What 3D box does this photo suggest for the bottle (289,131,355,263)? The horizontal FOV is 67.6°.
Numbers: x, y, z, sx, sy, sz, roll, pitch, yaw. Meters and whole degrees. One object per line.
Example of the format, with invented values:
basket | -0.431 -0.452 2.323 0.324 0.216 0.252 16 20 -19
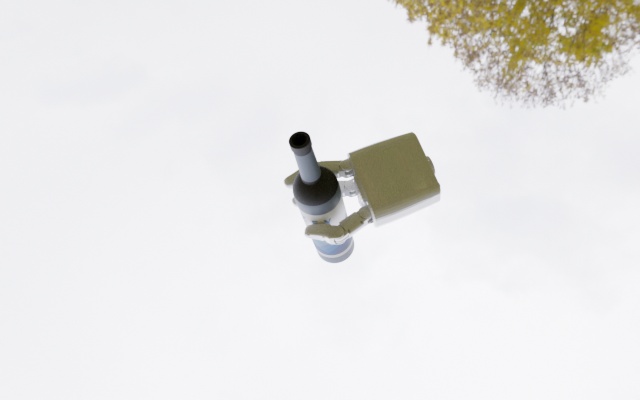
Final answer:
bottle | 0.000 0.002 0.701 0.069 0.069 0.296 0 -31 12
